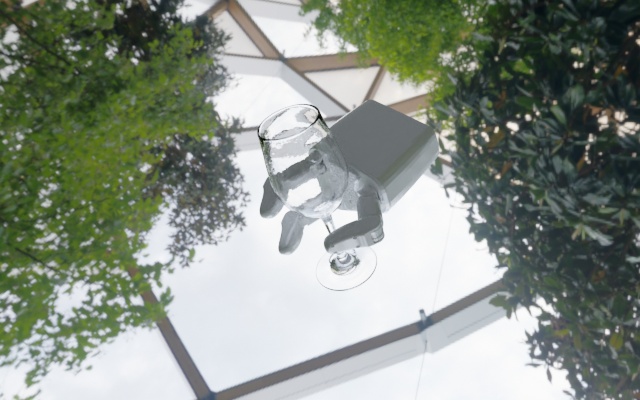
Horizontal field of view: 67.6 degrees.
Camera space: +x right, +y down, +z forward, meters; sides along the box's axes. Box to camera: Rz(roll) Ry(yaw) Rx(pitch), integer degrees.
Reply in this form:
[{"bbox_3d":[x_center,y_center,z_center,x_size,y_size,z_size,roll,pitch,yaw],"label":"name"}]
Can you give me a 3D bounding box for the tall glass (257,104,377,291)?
[{"bbox_3d":[0.000,0.002,0.497,0.079,0.201,0.079,-14,37,11],"label":"tall glass"}]
